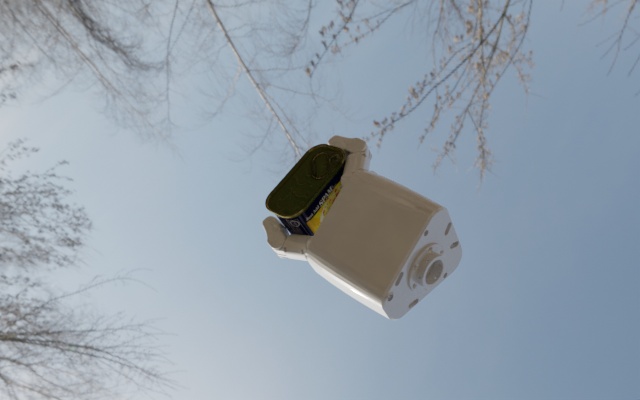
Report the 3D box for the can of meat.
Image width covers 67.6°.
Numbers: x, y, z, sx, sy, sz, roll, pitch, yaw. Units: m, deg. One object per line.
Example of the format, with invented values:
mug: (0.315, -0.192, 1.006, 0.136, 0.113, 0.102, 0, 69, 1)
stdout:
can of meat: (0.000, 0.002, 0.543, 0.057, 0.102, 0.084, 22, -25, 43)
